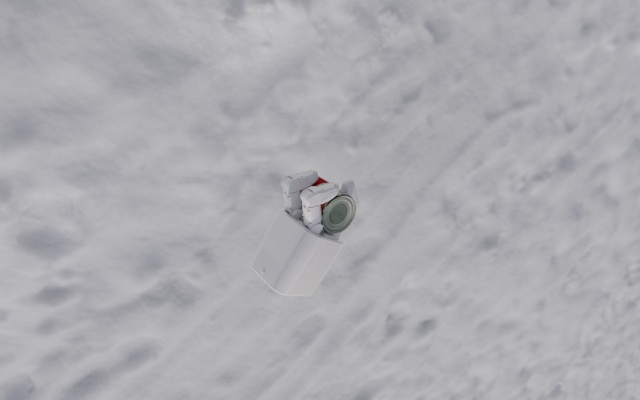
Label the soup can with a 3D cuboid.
[{"bbox_3d":[0.001,0.002,0.759,0.068,0.068,0.102,0,23,-38],"label":"soup can"}]
